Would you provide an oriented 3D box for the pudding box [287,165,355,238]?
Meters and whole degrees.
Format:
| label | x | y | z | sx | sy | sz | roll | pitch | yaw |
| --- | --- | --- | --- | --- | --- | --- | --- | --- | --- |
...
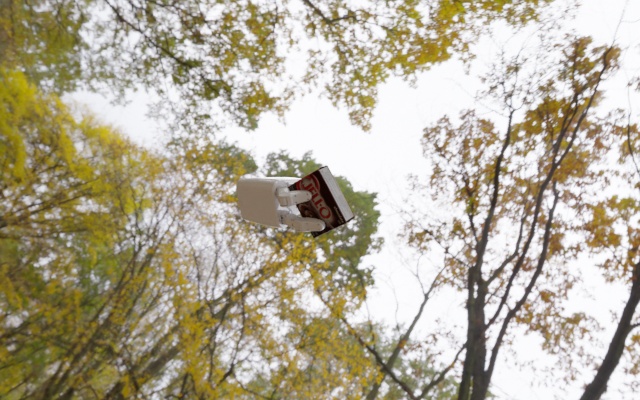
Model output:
| label | x | y | z | sx | sy | sz | roll | pitch | yaw |
| --- | --- | --- | --- | --- | --- | --- | --- | --- | --- |
| pudding box | 0.000 | 0.003 | 0.891 | 0.090 | 0.113 | 0.039 | -28 | 2 | 41 |
